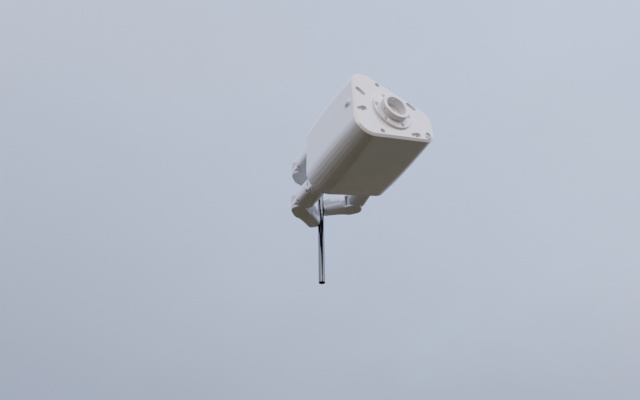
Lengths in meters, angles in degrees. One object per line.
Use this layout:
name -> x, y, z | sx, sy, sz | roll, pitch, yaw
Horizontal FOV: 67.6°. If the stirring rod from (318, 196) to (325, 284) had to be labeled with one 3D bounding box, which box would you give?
stirring rod -> 0.000, 0.002, 0.643 | 0.011, 0.239, 0.011 | -1, -37, 0
